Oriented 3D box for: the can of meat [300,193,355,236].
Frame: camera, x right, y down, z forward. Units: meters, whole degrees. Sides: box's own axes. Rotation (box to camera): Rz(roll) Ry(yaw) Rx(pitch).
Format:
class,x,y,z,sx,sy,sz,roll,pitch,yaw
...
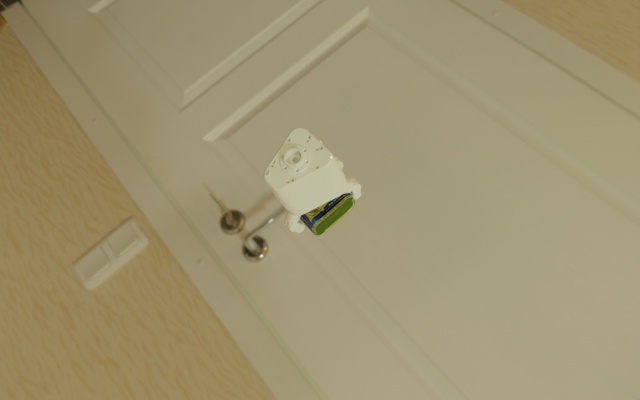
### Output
class,x,y,z,sx,sy,sz,roll,pitch,yaw
can of meat,0.000,0.003,0.877,0.084,0.102,0.057,46,-8,26
